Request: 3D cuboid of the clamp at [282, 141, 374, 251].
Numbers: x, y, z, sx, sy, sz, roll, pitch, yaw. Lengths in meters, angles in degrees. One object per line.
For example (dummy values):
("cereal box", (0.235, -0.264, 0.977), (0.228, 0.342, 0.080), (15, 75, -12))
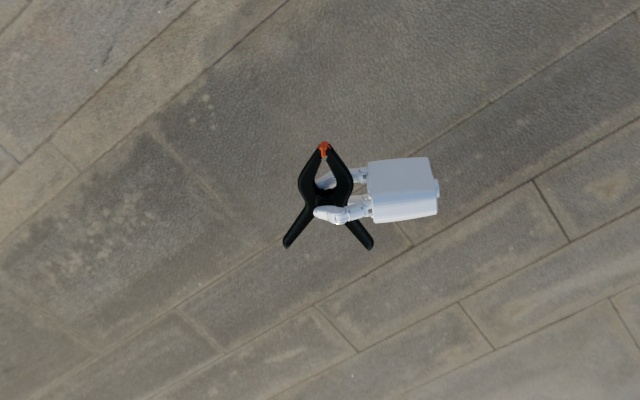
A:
("clamp", (0.000, 0.003, 0.823), (0.164, 0.210, 0.036), (-6, 27, 8))
